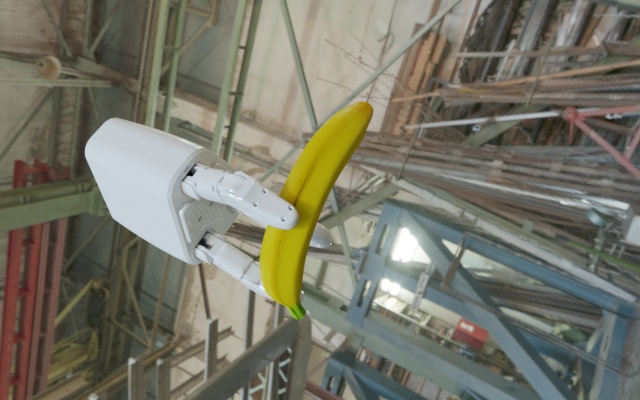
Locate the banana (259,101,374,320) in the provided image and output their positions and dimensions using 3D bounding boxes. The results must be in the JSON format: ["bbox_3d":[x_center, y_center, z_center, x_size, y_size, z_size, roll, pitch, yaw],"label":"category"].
[{"bbox_3d":[-0.008,0.002,0.393,0.037,0.198,0.069,20,0,24],"label":"banana"}]
